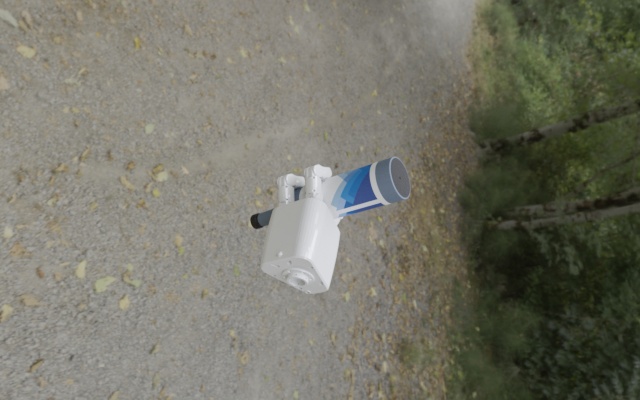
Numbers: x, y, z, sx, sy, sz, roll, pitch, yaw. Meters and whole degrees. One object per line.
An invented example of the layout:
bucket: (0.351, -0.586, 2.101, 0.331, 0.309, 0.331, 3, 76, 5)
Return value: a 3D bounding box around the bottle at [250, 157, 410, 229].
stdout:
bottle: (0.000, 0.002, 0.788, 0.296, 0.069, 0.069, -17, -9, 32)
